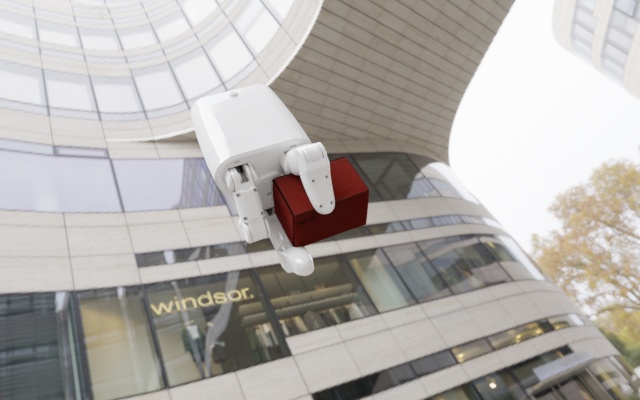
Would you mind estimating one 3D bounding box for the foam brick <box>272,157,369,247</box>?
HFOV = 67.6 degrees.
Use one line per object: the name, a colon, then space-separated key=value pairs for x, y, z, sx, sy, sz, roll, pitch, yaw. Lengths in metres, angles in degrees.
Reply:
foam brick: x=0.000 y=0.002 z=0.456 sx=0.078 sy=0.051 sz=0.053 roll=-18 pitch=-39 yaw=-17
